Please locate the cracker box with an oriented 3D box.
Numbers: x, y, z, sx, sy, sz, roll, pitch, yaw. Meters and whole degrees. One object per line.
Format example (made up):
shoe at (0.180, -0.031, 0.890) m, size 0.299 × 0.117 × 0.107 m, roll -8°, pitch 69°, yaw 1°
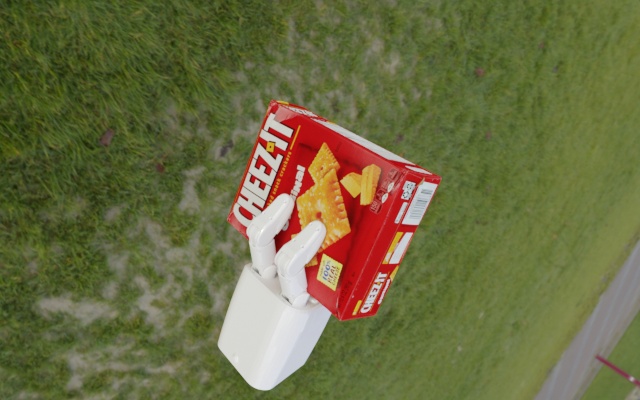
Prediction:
cracker box at (0.000, 0.002, 0.528) m, size 0.213 × 0.164 × 0.072 m, roll 34°, pitch 17°, yaw 38°
